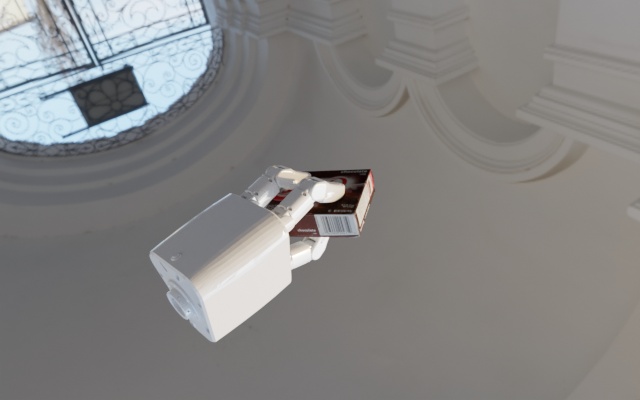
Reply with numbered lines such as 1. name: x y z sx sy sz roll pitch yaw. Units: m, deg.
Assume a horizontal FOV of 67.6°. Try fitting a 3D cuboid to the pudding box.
1. pudding box: 0.000 0.002 0.562 0.113 0.039 0.090 1 37 19
